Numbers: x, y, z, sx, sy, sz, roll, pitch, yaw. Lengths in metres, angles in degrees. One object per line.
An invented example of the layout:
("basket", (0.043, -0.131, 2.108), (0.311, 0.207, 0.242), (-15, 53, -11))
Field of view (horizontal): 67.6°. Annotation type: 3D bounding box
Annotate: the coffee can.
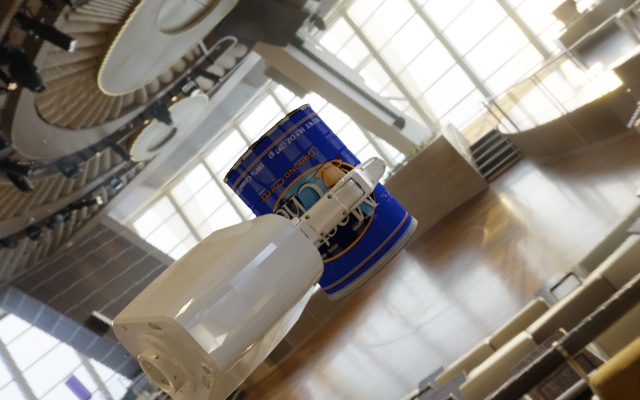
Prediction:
("coffee can", (0.000, 0.001, 0.419), (0.103, 0.140, 0.103), (-42, 1, 1))
